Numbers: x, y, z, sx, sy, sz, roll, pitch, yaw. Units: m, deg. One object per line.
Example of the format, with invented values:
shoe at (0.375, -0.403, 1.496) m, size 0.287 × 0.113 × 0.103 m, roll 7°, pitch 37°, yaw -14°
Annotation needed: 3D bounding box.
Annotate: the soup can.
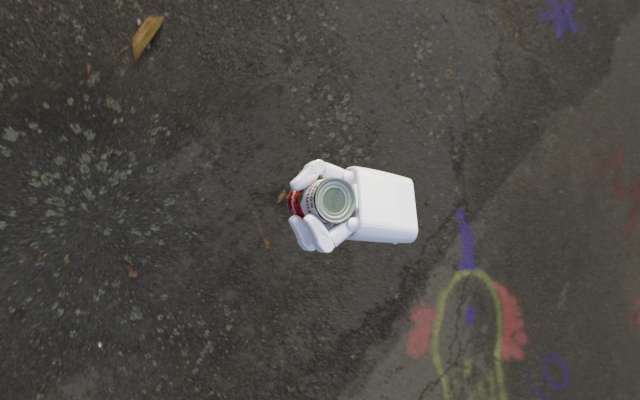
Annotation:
soup can at (0.000, 0.002, 0.713) m, size 0.068 × 0.068 × 0.102 m, roll 0°, pitch -2°, yaw -25°
